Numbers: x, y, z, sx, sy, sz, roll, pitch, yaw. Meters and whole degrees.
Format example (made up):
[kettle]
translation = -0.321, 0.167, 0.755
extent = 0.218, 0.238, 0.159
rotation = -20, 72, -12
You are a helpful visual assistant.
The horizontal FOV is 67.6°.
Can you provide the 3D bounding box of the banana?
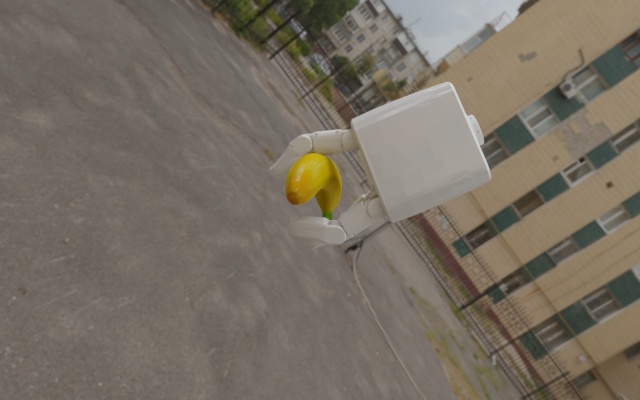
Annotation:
[banana]
translation = -0.001, -0.016, 0.508
extent = 0.037, 0.069, 0.198
rotation = -8, -11, 10
